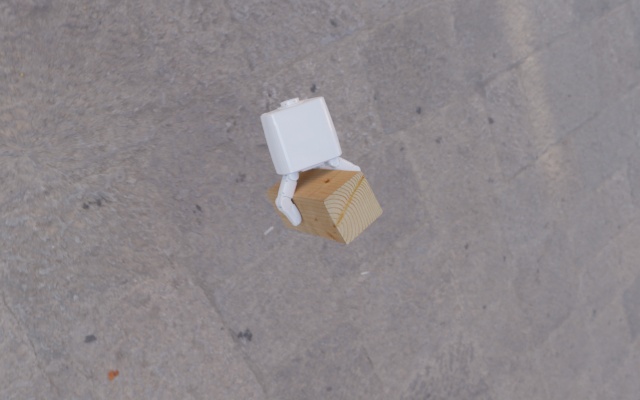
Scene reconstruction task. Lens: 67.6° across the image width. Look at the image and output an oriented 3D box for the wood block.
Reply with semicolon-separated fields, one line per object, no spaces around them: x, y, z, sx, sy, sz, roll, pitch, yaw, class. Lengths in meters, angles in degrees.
0.000;0.003;0.858;0.091;0.090;0.206;-39;23;-23;wood block
